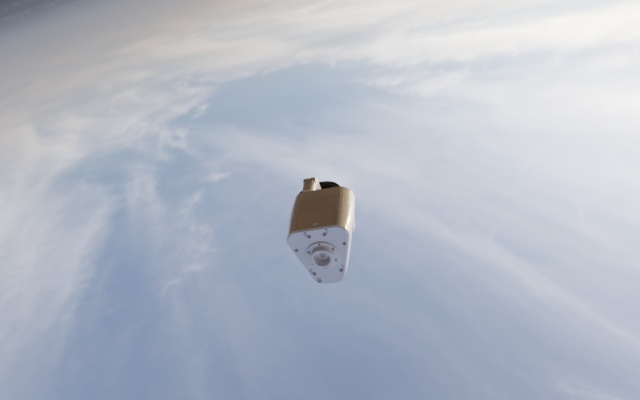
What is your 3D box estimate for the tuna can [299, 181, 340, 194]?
[{"bbox_3d":[0.000,0.003,0.860,0.086,0.034,0.086,-14,32,9],"label":"tuna can"}]
